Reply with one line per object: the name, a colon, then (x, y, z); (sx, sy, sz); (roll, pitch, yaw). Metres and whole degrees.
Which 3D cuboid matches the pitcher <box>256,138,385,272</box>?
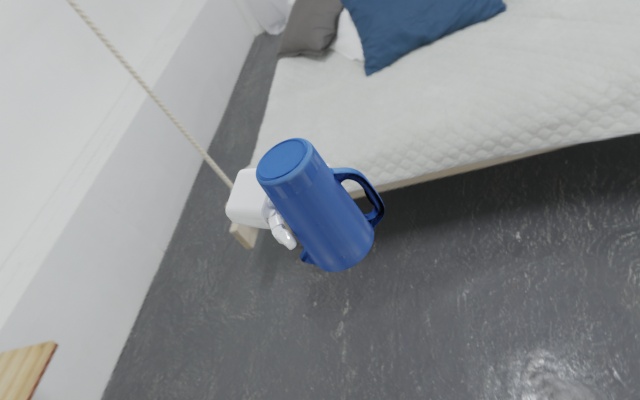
pitcher: (0.000, 0.003, 0.844); (0.145, 0.149, 0.243); (6, -36, 38)
